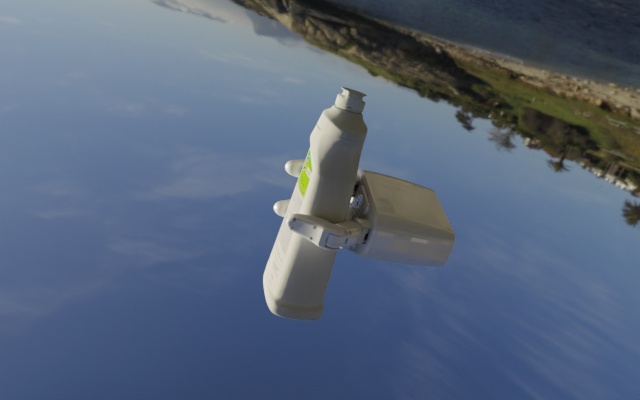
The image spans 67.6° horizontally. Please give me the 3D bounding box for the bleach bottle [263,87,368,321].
[{"bbox_3d":[0.000,0.002,0.532,0.068,0.251,0.102,12,20,-18],"label":"bleach bottle"}]
